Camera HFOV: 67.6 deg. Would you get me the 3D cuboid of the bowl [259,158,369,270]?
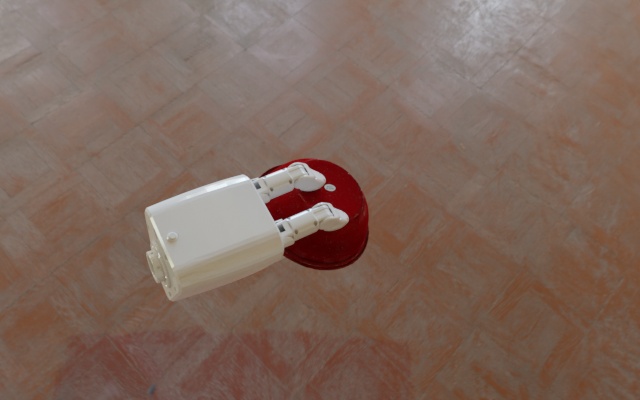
[{"bbox_3d":[0.001,0.001,0.584,0.162,0.162,0.055,0,-36,-31],"label":"bowl"}]
